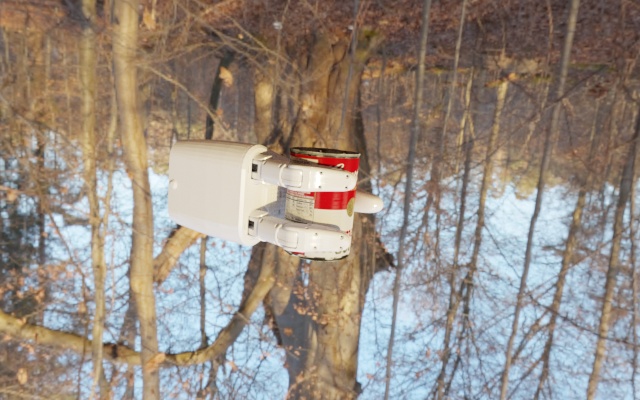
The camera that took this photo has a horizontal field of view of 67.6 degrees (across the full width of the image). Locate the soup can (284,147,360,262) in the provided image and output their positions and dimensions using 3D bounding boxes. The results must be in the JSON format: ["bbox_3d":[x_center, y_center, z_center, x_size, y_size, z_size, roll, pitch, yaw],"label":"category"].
[{"bbox_3d":[0.001,0.002,0.467,0.068,0.102,0.068,5,9,-1],"label":"soup can"}]
